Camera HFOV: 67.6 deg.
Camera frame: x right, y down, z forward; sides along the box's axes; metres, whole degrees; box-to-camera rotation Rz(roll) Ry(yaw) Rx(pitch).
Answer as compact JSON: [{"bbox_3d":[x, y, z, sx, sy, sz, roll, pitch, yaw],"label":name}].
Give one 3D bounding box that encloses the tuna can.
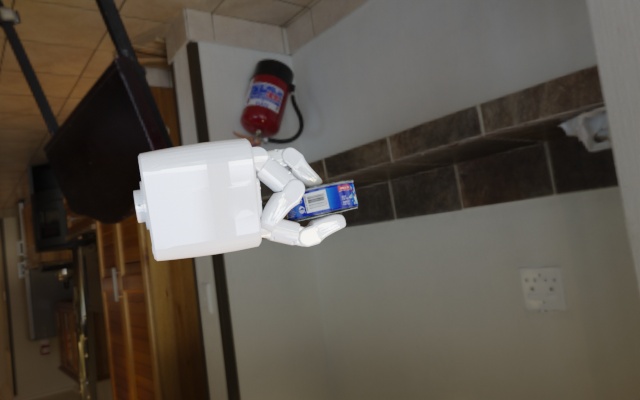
[{"bbox_3d":[0.000,0.002,0.558,0.086,0.034,0.086,-13,-2,-1],"label":"tuna can"}]
